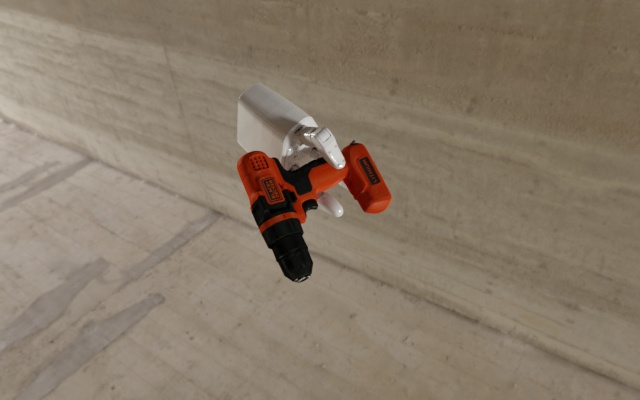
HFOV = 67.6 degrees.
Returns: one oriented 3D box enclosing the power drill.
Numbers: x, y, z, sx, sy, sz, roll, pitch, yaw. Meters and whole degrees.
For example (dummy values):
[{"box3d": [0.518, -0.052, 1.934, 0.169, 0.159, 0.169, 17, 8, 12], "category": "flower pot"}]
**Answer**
[{"box3d": [0.000, 0.002, 0.640, 0.187, 0.184, 0.057, -16, -19, -28], "category": "power drill"}]
